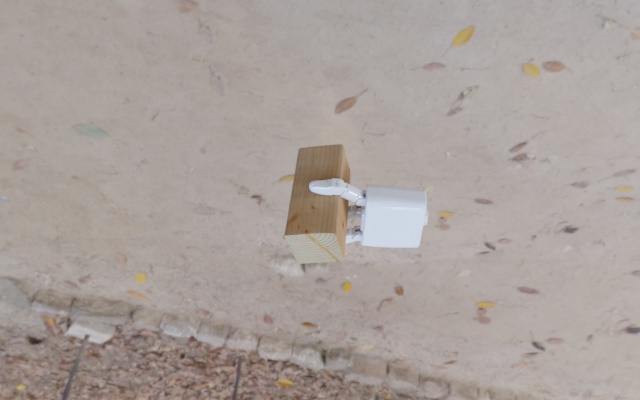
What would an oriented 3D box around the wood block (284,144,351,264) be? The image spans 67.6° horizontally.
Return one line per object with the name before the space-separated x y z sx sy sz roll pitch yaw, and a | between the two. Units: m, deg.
wood block | 0.000 0.003 0.881 0.090 0.206 0.091 -4 -40 13
